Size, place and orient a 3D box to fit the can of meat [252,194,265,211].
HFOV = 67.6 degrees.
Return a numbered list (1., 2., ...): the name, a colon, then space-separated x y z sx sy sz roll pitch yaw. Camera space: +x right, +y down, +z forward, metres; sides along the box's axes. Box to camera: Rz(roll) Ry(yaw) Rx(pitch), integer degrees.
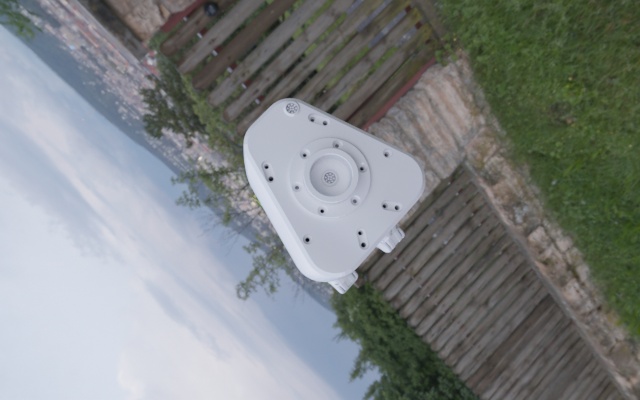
1. can of meat: 0.000 0.002 0.443 0.102 0.084 0.057 44 -9 -1
